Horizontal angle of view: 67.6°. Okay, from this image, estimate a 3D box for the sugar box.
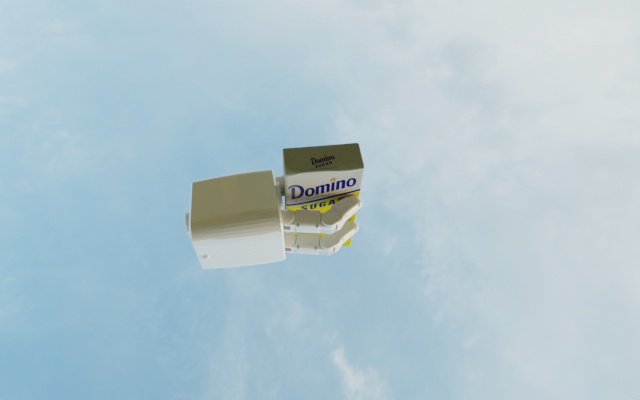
[{"bbox_3d":[0.000,0.003,0.614,0.093,0.048,0.176,-5,-33,-5],"label":"sugar box"}]
